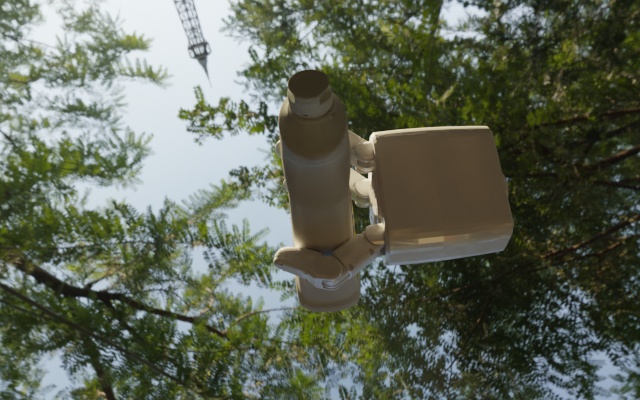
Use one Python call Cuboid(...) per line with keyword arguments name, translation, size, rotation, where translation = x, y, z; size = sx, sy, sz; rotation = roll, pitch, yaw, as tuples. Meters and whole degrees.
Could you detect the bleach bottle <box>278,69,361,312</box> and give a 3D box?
Cuboid(name="bleach bottle", translation=(0.000, 0.001, 0.414), size=(0.068, 0.102, 0.251), rotation=(-5, -35, 1))
